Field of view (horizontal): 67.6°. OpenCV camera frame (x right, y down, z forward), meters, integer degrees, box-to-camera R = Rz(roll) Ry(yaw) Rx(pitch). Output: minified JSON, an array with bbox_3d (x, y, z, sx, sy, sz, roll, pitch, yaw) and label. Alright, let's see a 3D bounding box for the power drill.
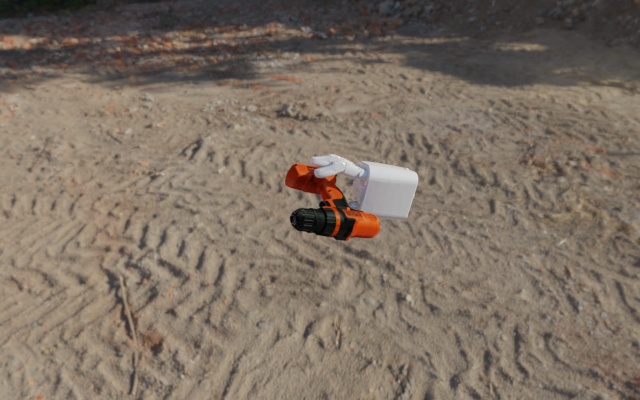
[{"bbox_3d":[0.000,0.003,0.898,0.184,0.057,0.187,9,31,-34],"label":"power drill"}]
